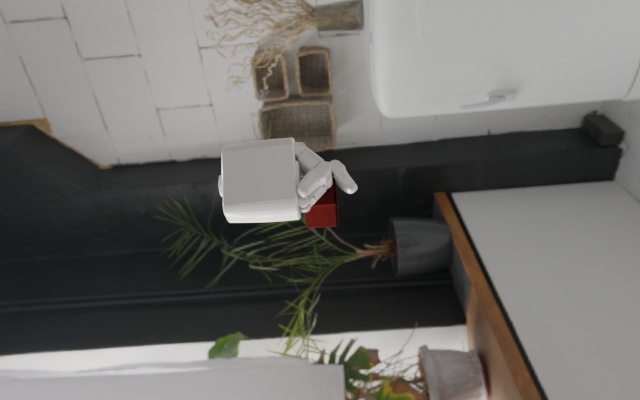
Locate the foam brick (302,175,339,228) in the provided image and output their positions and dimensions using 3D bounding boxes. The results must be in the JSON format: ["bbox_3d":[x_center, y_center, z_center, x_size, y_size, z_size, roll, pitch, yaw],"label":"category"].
[{"bbox_3d":[0.000,0.003,0.744,0.051,0.053,0.078,-5,-30,1],"label":"foam brick"}]
